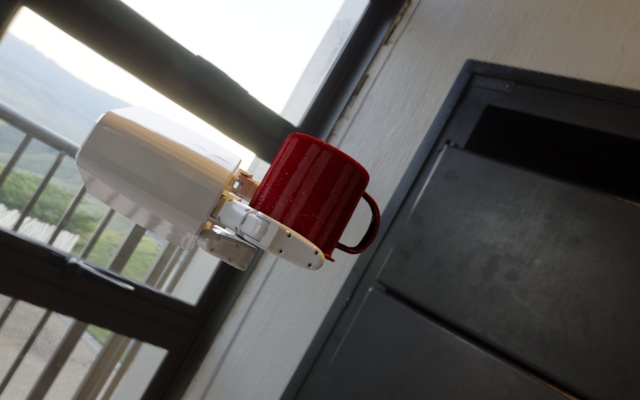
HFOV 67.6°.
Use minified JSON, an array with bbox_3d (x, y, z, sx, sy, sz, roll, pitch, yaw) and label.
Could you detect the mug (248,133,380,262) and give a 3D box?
[{"bbox_3d":[0.001,0.002,0.412,0.117,0.081,0.093,29,-6,-10],"label":"mug"}]
